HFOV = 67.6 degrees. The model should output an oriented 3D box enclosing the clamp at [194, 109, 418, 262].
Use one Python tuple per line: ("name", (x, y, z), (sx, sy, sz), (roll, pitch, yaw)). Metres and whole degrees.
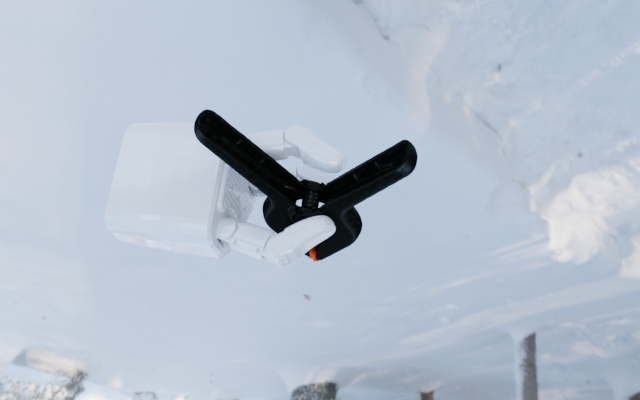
("clamp", (0.000, 0.002, 0.416), (0.164, 0.036, 0.210), (8, -29, 15))
